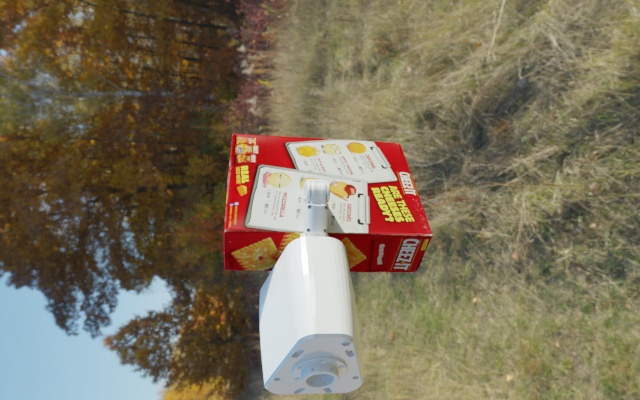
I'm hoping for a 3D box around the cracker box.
[{"bbox_3d":[0.000,0.002,0.554,0.214,0.072,0.164,2,43,-9],"label":"cracker box"}]
